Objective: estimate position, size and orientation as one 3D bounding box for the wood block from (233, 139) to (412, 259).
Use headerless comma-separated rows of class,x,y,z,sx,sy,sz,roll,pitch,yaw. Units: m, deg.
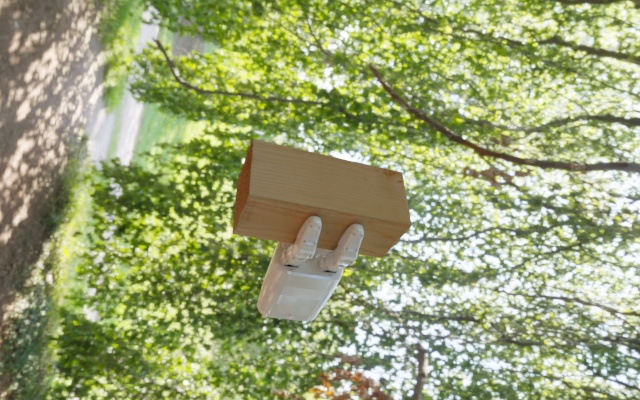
wood block,0.000,0.002,0.617,0.206,0.090,0.090,11,-39,-18
